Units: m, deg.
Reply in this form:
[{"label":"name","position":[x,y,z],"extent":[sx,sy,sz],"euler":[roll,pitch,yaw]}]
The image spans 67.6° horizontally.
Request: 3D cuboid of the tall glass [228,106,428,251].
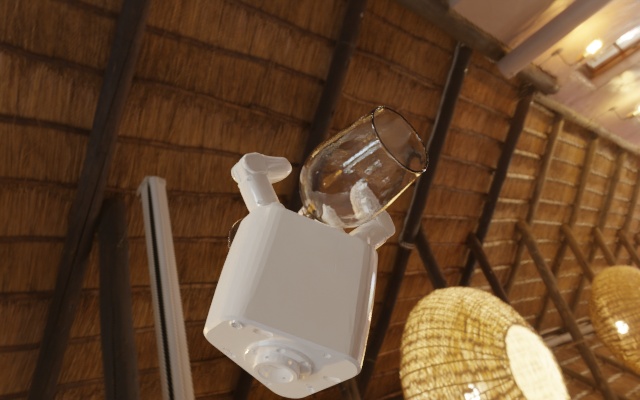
[{"label":"tall glass","position":[0.000,0.002,0.427],"extent":[0.079,0.079,0.201],"euler":[0,-30,-46]}]
